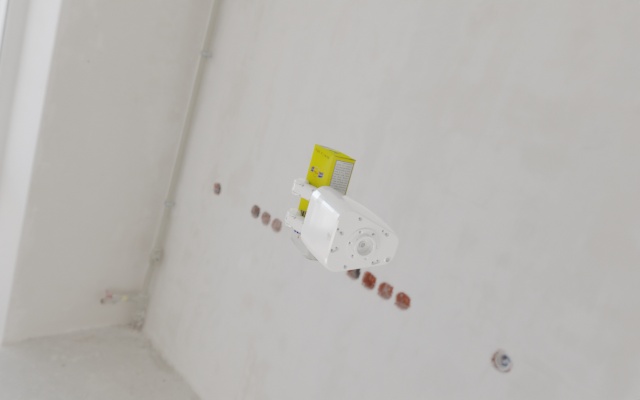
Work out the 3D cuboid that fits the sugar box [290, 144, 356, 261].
[{"bbox_3d":[0.000,0.002,0.792,0.048,0.176,0.093,12,13,-24],"label":"sugar box"}]
